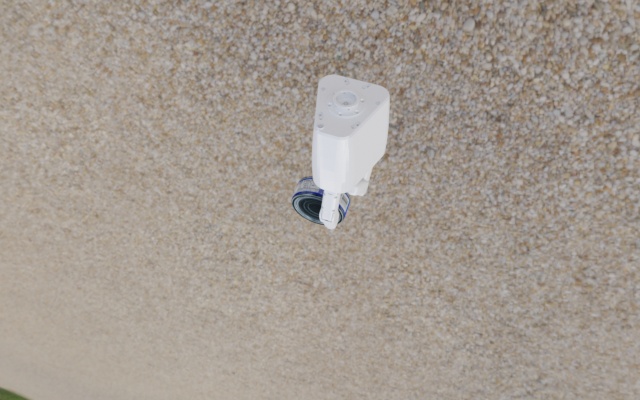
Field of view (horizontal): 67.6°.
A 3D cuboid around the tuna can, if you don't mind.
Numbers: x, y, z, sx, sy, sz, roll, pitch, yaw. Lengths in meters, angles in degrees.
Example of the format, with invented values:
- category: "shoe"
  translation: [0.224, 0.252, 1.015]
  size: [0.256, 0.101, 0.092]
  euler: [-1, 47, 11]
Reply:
- category: "tuna can"
  translation: [0.000, 0.003, 0.722]
  size: [0.086, 0.033, 0.086]
  euler: [16, -30, 9]
